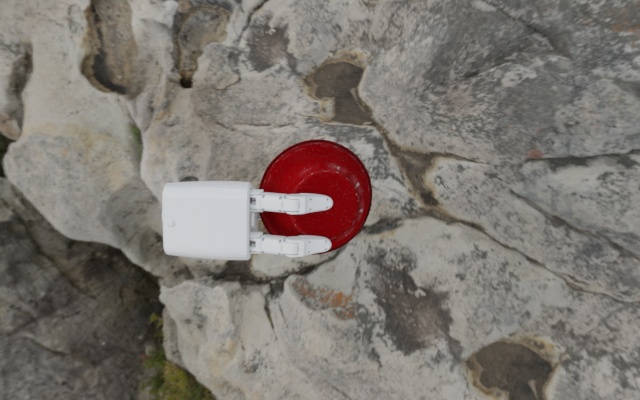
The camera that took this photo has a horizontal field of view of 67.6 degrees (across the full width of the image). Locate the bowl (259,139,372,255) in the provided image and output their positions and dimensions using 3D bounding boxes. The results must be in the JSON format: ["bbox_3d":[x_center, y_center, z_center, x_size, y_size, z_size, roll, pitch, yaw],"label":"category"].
[{"bbox_3d":[0.001,0.002,0.632,0.162,0.162,0.055,0,12,-13],"label":"bowl"}]
